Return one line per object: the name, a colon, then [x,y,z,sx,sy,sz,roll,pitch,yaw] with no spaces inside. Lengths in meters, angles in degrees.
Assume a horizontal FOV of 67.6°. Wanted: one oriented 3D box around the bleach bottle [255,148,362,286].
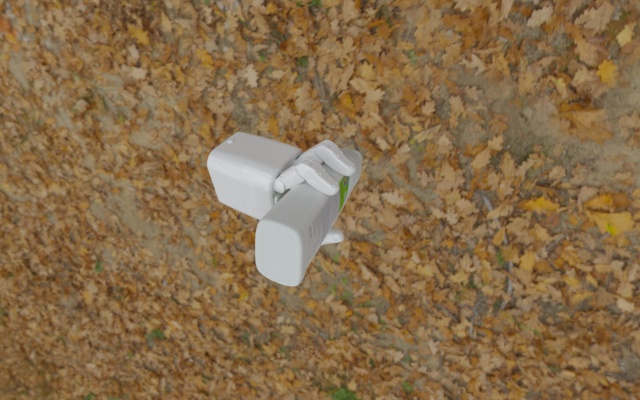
bleach bottle: [0.000,0.002,0.675,0.068,0.103,0.250,19,38,18]
